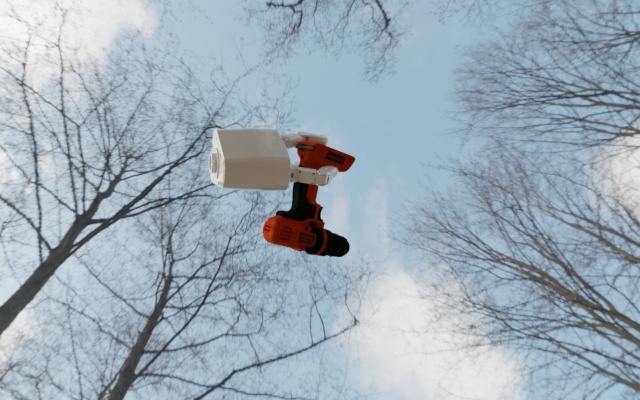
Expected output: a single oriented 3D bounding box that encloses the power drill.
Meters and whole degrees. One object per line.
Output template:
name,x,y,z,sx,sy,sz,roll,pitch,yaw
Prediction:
power drill,0.000,0.002,0.833,0.184,0.187,0.057,18,-4,-41
